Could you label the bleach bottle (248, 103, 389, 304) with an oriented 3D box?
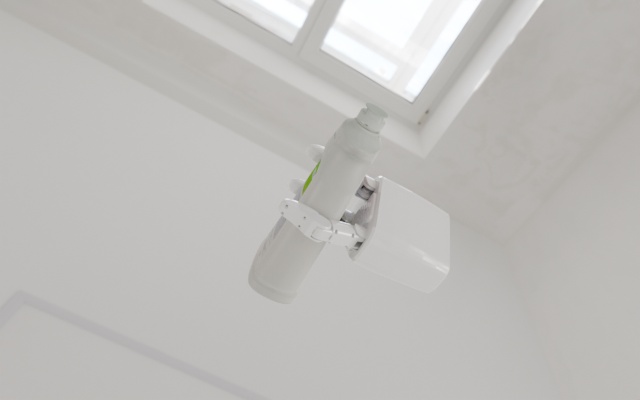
[{"bbox_3d":[0.000,0.002,0.556,0.068,0.251,0.102,27,29,-10],"label":"bleach bottle"}]
